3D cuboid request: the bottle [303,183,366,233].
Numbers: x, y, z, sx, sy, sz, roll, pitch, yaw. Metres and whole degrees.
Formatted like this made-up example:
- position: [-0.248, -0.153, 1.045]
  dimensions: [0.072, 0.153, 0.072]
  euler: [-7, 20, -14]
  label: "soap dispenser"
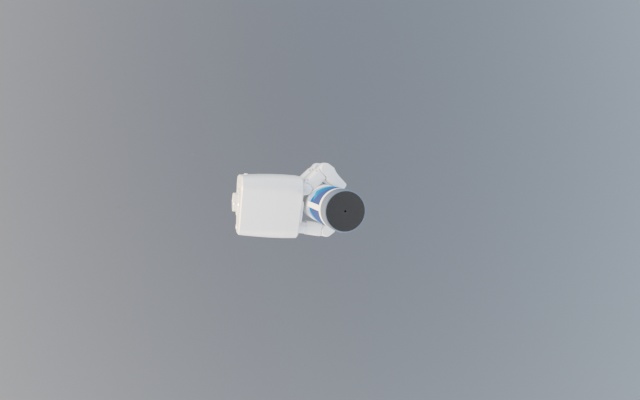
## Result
- position: [0.000, 0.003, 0.862]
  dimensions: [0.069, 0.069, 0.295]
  euler: [0, 5, -15]
  label: "bottle"
